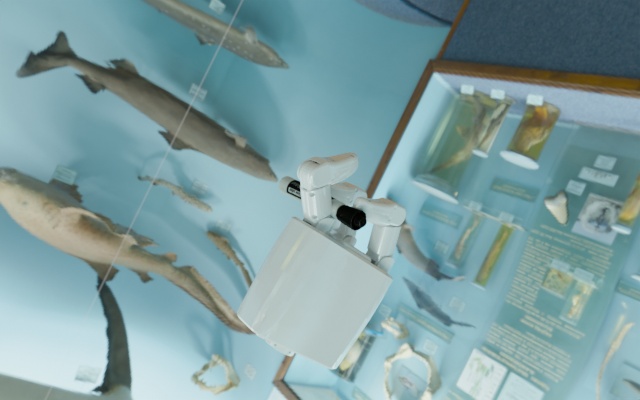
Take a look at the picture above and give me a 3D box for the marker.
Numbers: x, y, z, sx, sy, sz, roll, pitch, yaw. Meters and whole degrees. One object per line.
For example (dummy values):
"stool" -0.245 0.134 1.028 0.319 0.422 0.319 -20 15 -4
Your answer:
"marker" 0.000 0.001 0.455 0.020 0.020 0.121 0 17 -40
